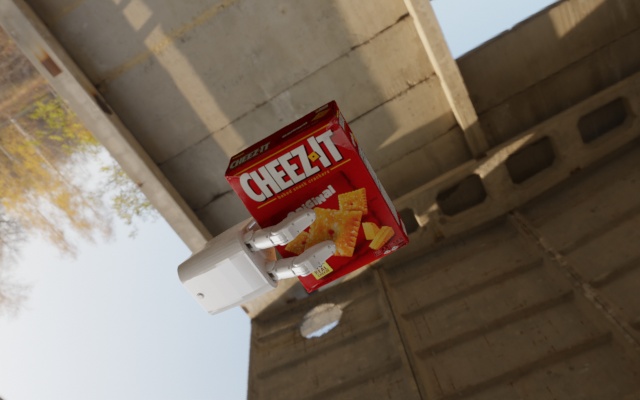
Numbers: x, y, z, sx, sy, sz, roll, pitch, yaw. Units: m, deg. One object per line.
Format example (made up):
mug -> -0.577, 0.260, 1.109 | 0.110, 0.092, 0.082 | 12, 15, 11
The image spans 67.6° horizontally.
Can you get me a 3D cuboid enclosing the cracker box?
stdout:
cracker box -> 0.000, 0.002, 0.645 | 0.164, 0.214, 0.072 | -27, 25, 12
